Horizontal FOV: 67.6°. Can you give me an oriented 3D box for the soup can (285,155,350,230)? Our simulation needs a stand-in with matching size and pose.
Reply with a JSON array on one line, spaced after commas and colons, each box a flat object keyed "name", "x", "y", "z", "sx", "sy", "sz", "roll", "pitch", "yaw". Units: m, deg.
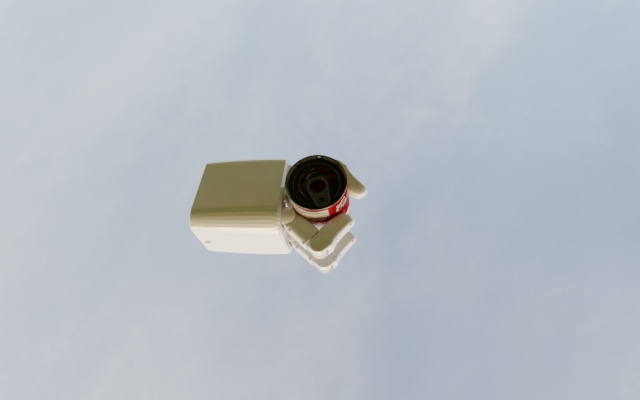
[{"name": "soup can", "x": 0.001, "y": 0.002, "z": 0.560, "sx": 0.068, "sy": 0.068, "sz": 0.102, "roll": 0, "pitch": -26, "yaw": 6}]
